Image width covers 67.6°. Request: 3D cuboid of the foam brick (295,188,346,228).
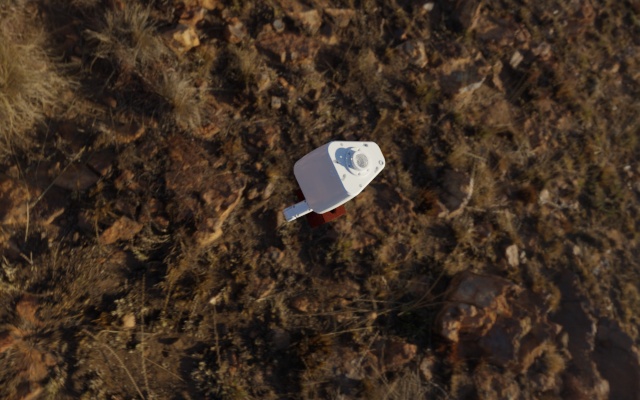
[{"bbox_3d":[0.000,0.003,0.863,0.053,0.078,0.051,-24,-1,-35],"label":"foam brick"}]
